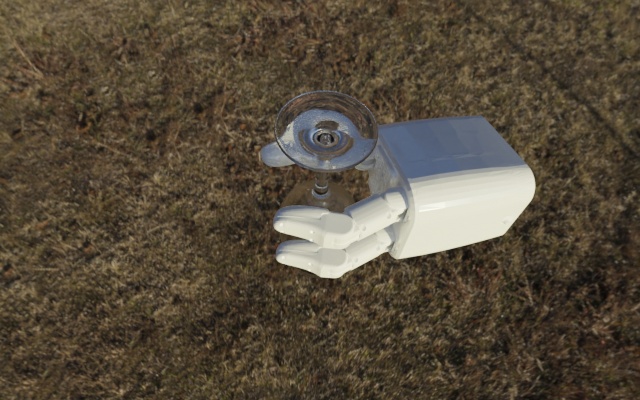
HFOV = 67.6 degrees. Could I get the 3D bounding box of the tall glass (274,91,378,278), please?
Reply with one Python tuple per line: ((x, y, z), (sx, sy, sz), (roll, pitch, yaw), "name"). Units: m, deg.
((0.000, 0.001, 0.422), (0.079, 0.079, 0.201), (0, -32, -3), "tall glass")
